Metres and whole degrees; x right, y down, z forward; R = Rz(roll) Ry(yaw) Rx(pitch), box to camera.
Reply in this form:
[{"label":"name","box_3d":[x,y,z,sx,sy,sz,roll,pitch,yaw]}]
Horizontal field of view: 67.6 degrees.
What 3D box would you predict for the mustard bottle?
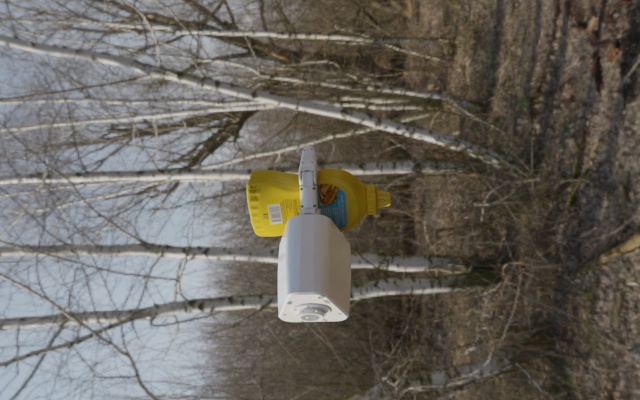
[{"label":"mustard bottle","box_3d":[0.000,0.002,0.658,0.191,0.096,0.058,-2,33,4]}]
